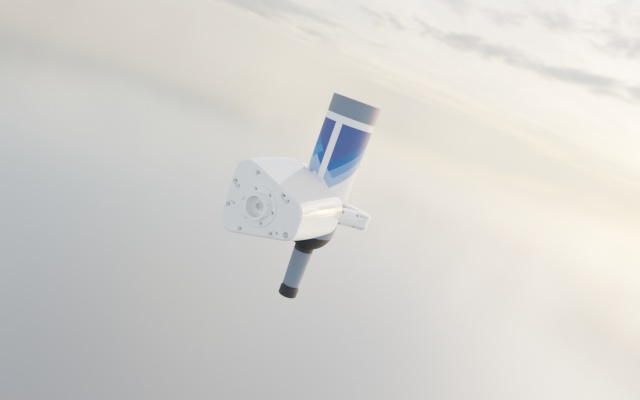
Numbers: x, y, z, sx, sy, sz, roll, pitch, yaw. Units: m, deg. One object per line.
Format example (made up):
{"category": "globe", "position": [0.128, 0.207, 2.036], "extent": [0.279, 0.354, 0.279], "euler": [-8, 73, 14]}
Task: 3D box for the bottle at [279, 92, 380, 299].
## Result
{"category": "bottle", "position": [0.000, 0.002, 0.668], "extent": [0.069, 0.296, 0.069], "euler": [19, 13, -4]}
